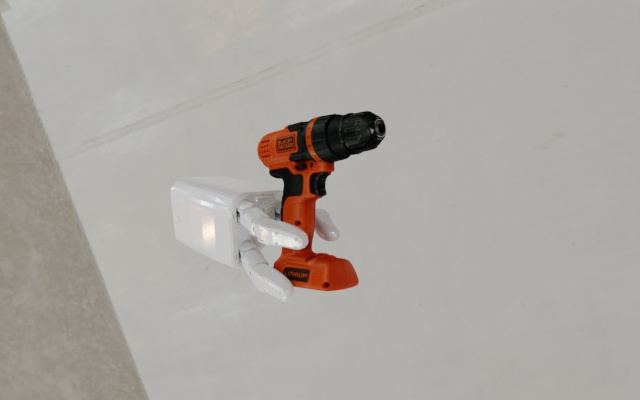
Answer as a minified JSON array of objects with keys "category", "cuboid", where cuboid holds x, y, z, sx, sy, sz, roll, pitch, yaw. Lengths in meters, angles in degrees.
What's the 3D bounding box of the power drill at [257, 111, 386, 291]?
[{"category":"power drill","cuboid":[0.000,0.002,0.529,0.057,0.187,0.184,1,-3,-41]}]
